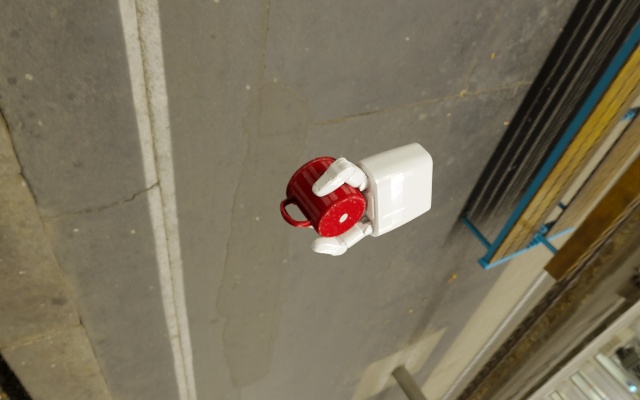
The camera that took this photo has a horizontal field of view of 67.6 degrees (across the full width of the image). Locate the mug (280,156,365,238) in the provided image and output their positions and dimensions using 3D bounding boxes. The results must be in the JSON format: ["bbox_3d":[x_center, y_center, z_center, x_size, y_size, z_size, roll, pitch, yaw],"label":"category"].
[{"bbox_3d":[-0.001,0.003,0.674,0.117,0.093,0.081,-22,53,-23],"label":"mug"}]
